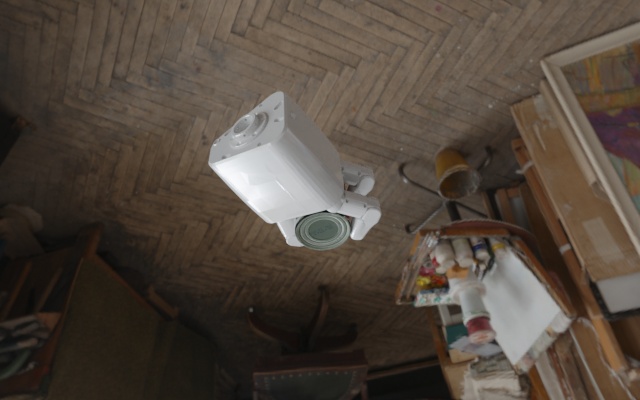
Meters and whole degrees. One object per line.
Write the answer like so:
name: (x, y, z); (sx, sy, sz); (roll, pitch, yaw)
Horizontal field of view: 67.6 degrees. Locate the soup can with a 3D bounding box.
soup can: (0.000, 0.002, 0.590); (0.068, 0.069, 0.102); (0, 43, -5)
